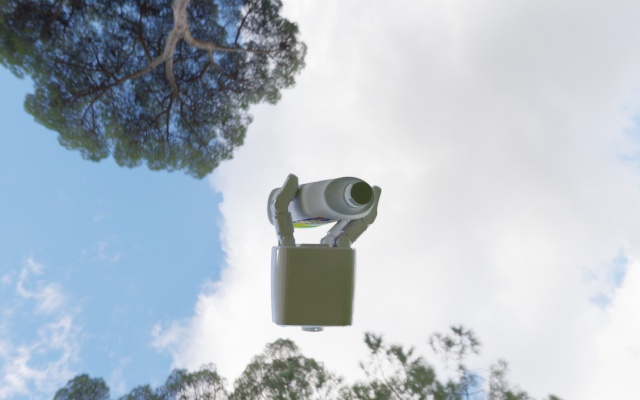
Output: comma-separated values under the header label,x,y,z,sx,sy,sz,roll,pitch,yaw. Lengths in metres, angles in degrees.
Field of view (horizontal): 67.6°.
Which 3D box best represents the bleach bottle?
label,x,y,z,sx,sy,sz,roll,pitch,yaw
bleach bottle,0.000,0.002,0.676,0.102,0.068,0.251,3,-6,-19
